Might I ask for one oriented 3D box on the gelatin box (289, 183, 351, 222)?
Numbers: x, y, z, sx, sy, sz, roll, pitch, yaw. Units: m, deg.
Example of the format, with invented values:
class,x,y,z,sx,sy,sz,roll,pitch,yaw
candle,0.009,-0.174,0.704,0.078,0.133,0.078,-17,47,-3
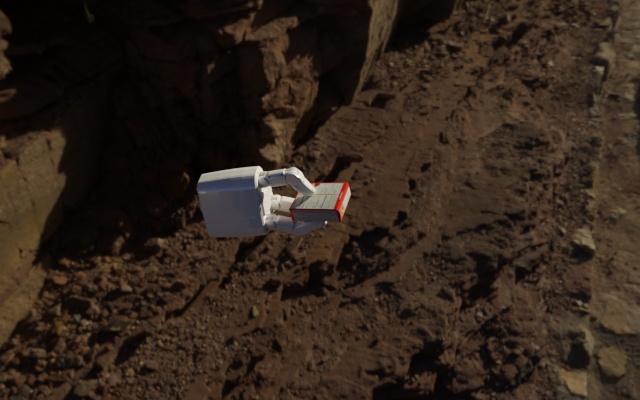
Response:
class,x,y,z,sx,sy,sz,roll,pitch,yaw
gelatin box,0.000,0.002,0.814,0.089,0.030,0.073,0,39,21
